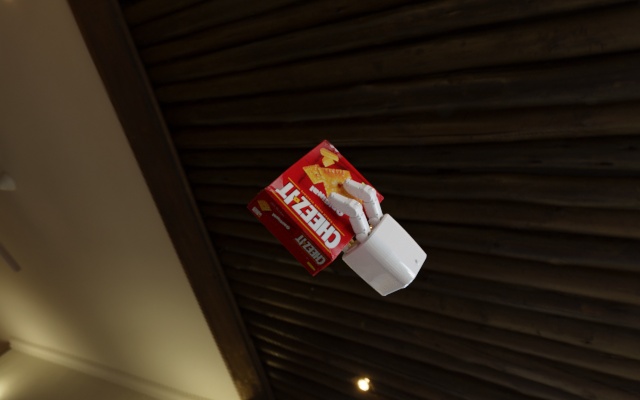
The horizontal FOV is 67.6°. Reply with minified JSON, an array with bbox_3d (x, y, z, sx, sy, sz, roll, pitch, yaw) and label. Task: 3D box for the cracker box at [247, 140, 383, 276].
[{"bbox_3d":[0.000,0.003,0.855,0.072,0.164,0.213,-44,1,42],"label":"cracker box"}]
